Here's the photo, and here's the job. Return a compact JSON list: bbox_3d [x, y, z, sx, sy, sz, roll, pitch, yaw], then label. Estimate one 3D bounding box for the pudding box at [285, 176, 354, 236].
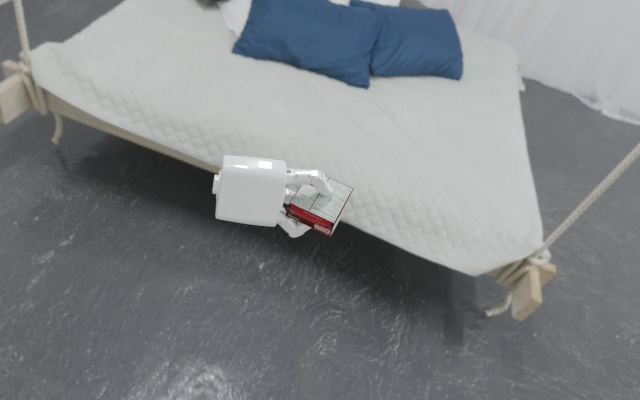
[{"bbox_3d":[0.000,0.003,0.865,0.090,0.039,0.113,26,44,6],"label":"pudding box"}]
